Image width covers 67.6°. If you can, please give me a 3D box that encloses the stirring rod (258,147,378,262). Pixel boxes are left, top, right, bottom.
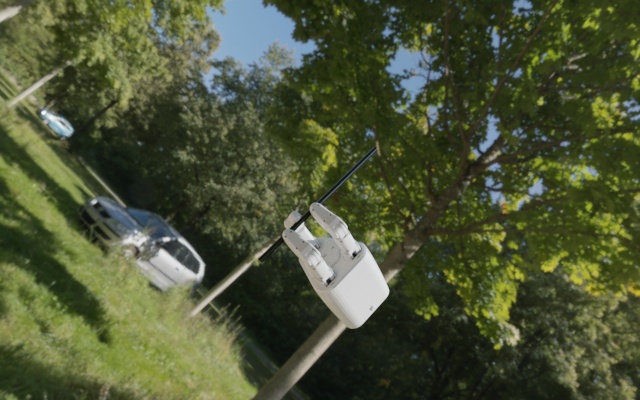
[{"bbox_3d":[0.000,0.002,0.688,0.239,0.011,0.011,-44,15,-16],"label":"stirring rod"}]
